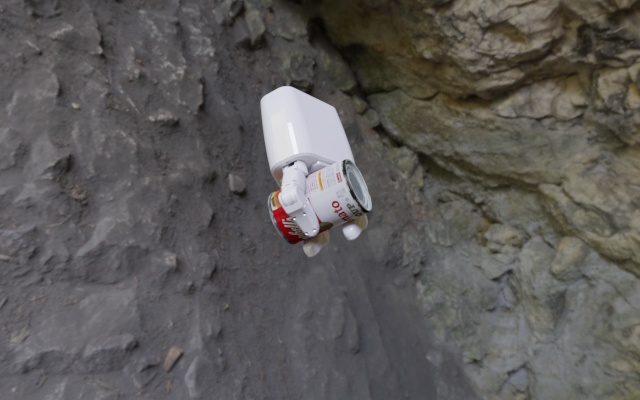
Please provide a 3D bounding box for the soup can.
[{"bbox_3d":[0.000,0.002,0.555,0.102,0.068,0.068,-24,-9,19],"label":"soup can"}]
